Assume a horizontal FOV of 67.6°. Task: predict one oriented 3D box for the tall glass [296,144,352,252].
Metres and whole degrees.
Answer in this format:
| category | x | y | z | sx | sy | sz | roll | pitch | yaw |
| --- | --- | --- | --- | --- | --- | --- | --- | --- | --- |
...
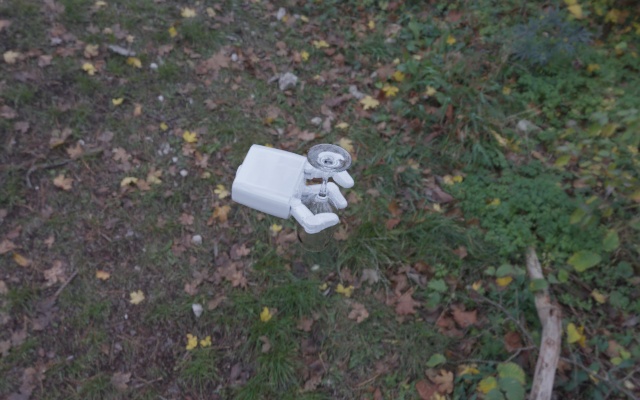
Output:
| category | x | y | z | sx | sy | sz | roll | pitch | yaw |
| --- | --- | --- | --- | --- | --- | --- | --- | --- | --- |
| tall glass | 0.000 | 0.002 | 0.841 | 0.079 | 0.201 | 0.079 | 6 | 43 | -5 |
